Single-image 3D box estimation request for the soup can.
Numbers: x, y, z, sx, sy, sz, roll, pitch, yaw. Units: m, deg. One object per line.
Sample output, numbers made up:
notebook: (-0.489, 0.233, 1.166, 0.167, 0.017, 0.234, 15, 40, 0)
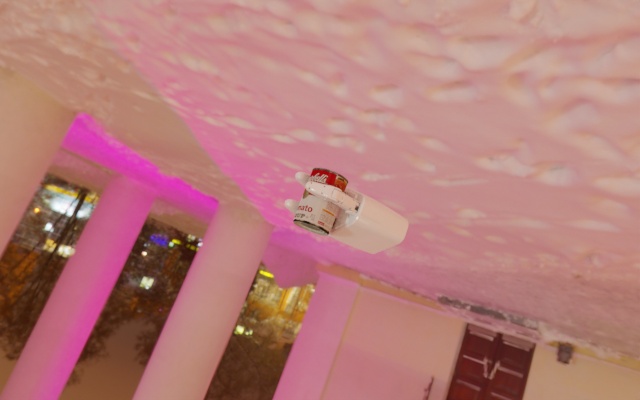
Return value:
soup can: (0.000, 0.003, 0.833, 0.068, 0.102, 0.068, 19, -14, 5)
